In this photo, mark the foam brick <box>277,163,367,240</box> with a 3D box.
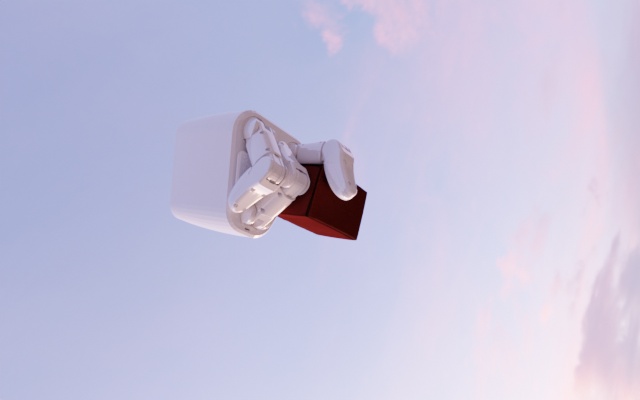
[{"bbox_3d":[0.000,0.002,0.465,0.051,0.053,0.078,3,-18,42],"label":"foam brick"}]
